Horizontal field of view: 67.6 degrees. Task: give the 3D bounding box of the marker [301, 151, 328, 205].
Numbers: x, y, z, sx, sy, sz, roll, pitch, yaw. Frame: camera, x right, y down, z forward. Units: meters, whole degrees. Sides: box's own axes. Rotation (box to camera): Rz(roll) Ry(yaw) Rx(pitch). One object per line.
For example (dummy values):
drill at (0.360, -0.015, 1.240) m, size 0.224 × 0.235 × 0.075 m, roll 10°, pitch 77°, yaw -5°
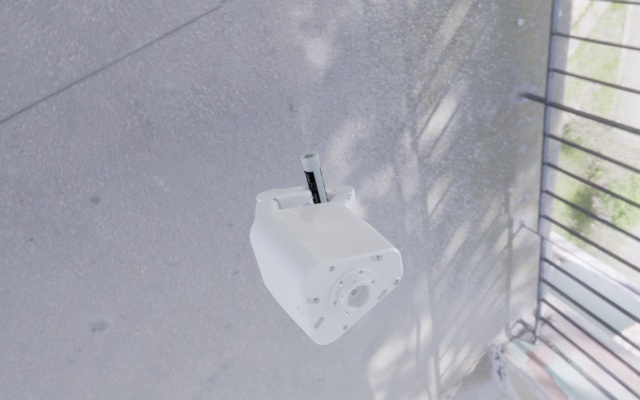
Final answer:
marker at (0.000, 0.002, 0.542) m, size 0.020 × 0.121 × 0.020 m, roll -10°, pitch 31°, yaw 6°
